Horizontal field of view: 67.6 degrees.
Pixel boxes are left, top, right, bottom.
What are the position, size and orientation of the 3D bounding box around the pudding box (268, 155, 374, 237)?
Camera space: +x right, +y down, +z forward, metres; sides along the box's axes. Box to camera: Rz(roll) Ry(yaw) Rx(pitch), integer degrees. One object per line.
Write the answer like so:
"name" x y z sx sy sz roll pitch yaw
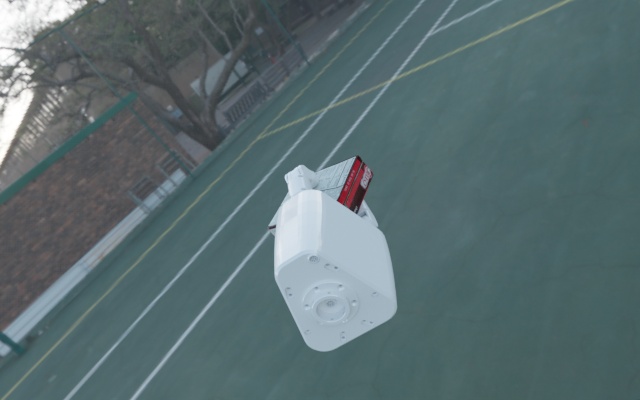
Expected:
"pudding box" 0.000 0.002 0.563 0.113 0.039 0.090 -17 34 40
